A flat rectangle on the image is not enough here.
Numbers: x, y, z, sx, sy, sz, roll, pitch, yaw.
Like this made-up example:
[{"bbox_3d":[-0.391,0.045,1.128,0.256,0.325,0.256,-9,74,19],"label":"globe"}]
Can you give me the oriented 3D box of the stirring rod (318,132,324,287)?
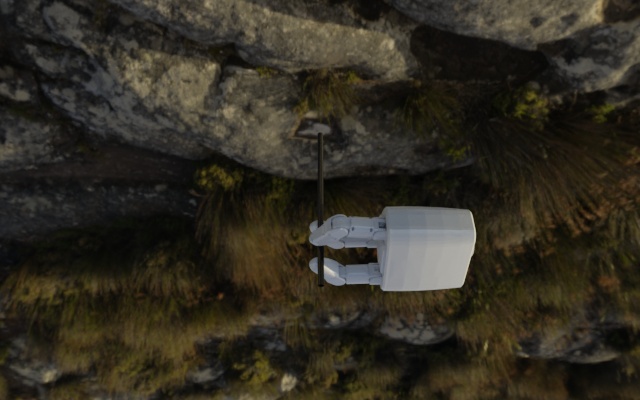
[{"bbox_3d":[0.000,0.002,0.639,0.011,0.239,0.011,0,-34,0],"label":"stirring rod"}]
